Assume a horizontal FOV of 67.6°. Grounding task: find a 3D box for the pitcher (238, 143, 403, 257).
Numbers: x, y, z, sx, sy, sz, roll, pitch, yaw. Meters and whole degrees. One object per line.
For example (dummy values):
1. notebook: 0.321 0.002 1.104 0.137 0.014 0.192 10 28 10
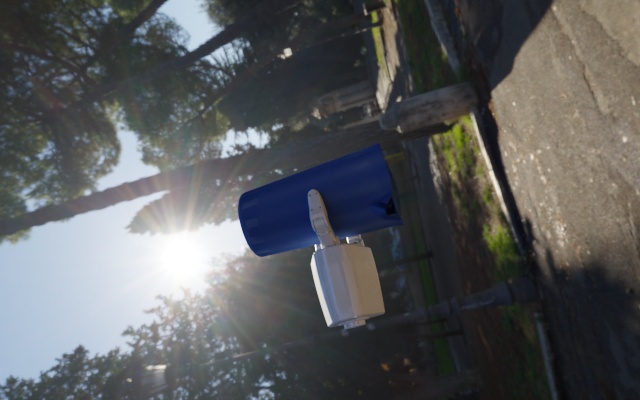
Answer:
1. pitcher: 0.000 0.003 0.762 0.243 0.145 0.149 -16 -18 7
